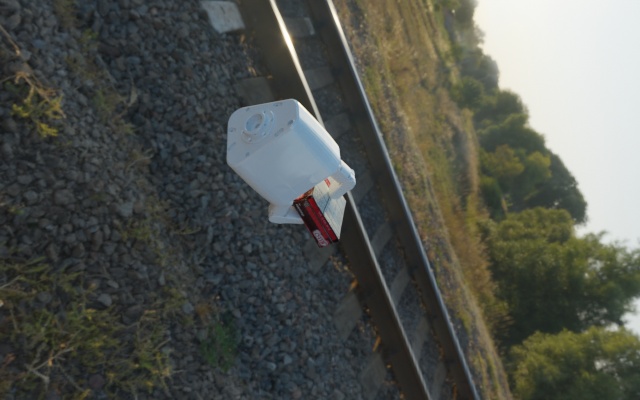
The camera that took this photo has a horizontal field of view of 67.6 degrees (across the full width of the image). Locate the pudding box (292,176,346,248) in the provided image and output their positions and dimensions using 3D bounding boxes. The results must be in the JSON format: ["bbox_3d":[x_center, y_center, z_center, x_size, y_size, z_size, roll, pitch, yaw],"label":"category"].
[{"bbox_3d":[0.000,0.002,0.721,0.039,0.090,0.113,-19,28,22],"label":"pudding box"}]
